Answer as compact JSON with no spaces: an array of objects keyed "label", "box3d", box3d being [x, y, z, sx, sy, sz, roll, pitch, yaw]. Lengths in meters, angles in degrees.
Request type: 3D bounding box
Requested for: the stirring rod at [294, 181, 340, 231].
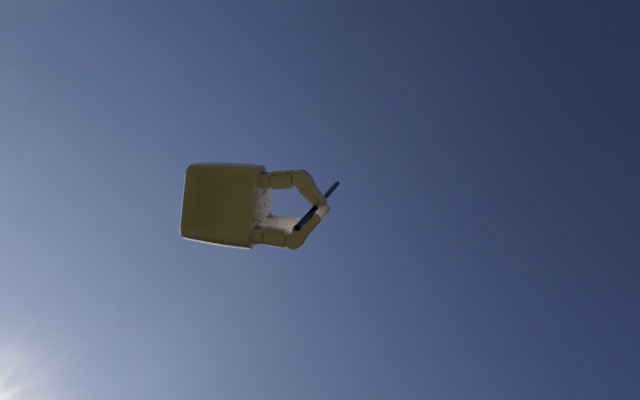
[{"label":"stirring rod","box3d":[0.000,0.002,0.675,0.011,0.011,0.239,0,15,14]}]
